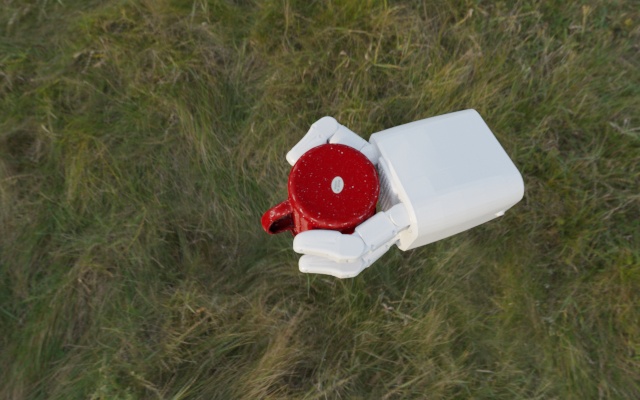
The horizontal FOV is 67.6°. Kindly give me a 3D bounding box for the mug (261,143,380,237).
[{"bbox_3d":[-0.001,0.002,0.450,0.117,0.093,0.081,-18,-18,-7],"label":"mug"}]
